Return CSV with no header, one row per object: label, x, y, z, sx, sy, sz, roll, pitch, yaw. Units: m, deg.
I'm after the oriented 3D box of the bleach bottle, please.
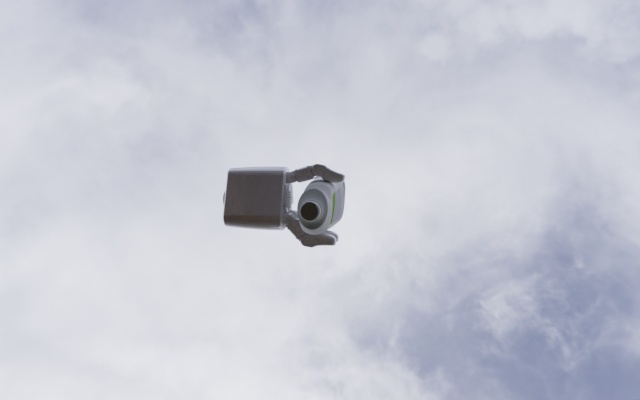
bleach bottle,0.000,0.003,0.841,0.068,0.102,0.251,2,3,7
